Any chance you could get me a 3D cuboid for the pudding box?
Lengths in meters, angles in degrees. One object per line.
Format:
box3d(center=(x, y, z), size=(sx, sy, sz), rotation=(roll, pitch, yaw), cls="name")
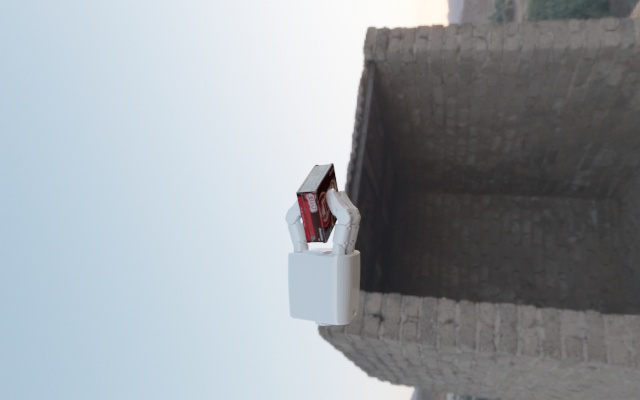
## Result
box3d(center=(0.000, 0.003, 0.763), size=(0.039, 0.090, 0.113), rotation=(-3, 26, 16), cls="pudding box")
